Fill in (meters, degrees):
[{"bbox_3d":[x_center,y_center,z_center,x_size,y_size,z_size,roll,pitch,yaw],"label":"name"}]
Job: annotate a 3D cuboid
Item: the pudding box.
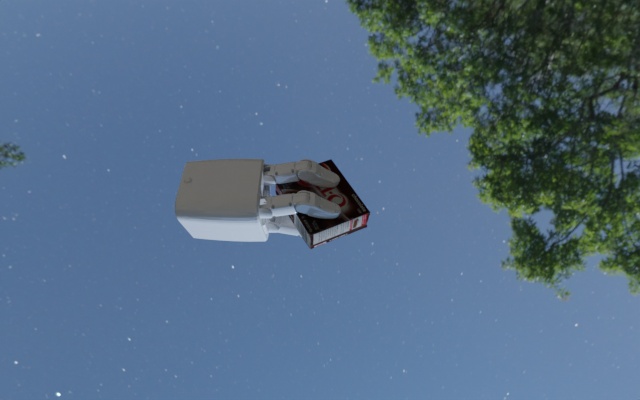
[{"bbox_3d":[0.000,0.002,0.648,0.090,0.113,0.039,-21,-35,-18],"label":"pudding box"}]
